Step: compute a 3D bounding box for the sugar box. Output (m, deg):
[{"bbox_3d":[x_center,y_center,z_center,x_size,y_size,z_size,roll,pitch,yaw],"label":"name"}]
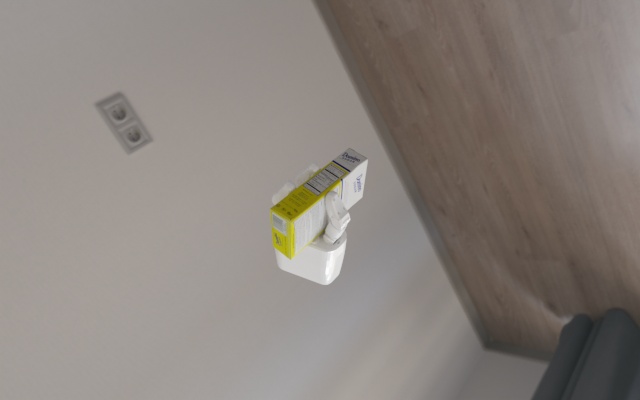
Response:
[{"bbox_3d":[0.000,0.002,0.735,0.048,0.093,0.176,32,54,24],"label":"sugar box"}]
